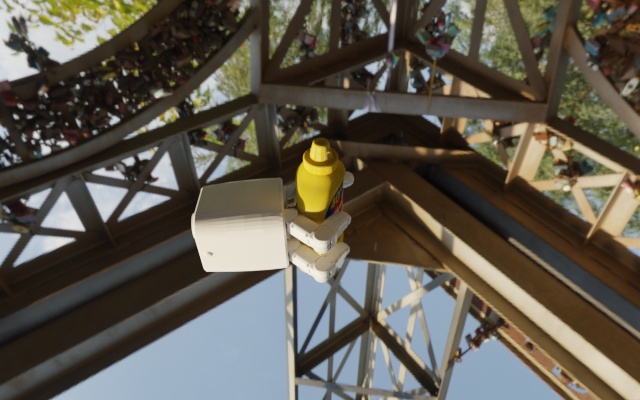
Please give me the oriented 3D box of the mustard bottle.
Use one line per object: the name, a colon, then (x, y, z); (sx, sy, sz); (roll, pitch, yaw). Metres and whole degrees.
mustard bottle: (0.000, 0.002, 0.605); (0.058, 0.192, 0.096); (13, 46, 14)
